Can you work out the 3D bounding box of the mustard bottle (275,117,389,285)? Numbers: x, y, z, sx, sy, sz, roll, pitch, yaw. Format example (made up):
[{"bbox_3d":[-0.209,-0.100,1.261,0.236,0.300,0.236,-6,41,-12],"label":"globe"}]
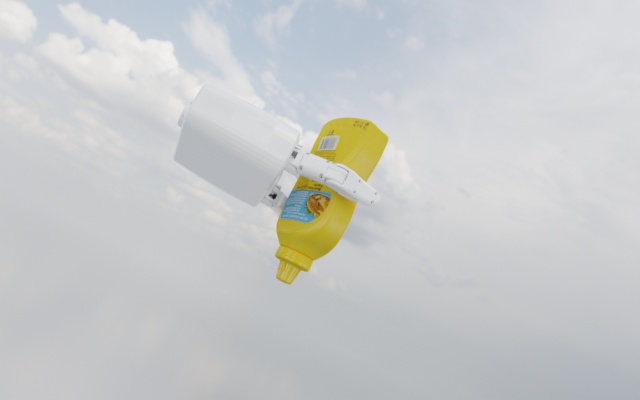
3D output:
[{"bbox_3d":[0.000,0.002,0.527,0.058,0.191,0.096,36,-17,-34],"label":"mustard bottle"}]
